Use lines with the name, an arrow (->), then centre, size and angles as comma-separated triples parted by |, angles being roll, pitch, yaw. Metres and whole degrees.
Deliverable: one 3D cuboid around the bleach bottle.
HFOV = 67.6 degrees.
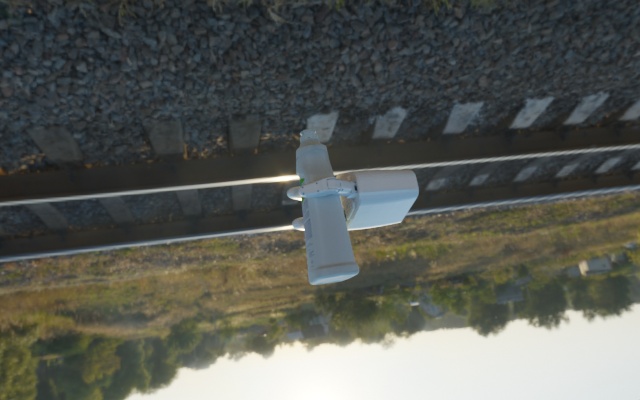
bleach bottle -> 0.000, 0.003, 0.763 | 0.068, 0.250, 0.102 | -5, -15, -16
